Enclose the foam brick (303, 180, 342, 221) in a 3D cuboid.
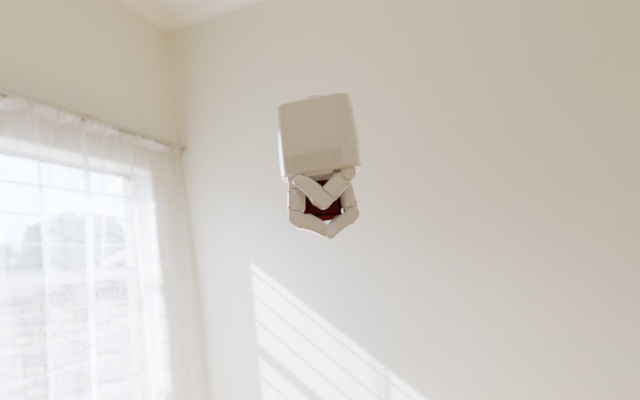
[{"bbox_3d":[0.000,0.002,0.712,0.053,0.051,0.078,-7,-8,-5],"label":"foam brick"}]
